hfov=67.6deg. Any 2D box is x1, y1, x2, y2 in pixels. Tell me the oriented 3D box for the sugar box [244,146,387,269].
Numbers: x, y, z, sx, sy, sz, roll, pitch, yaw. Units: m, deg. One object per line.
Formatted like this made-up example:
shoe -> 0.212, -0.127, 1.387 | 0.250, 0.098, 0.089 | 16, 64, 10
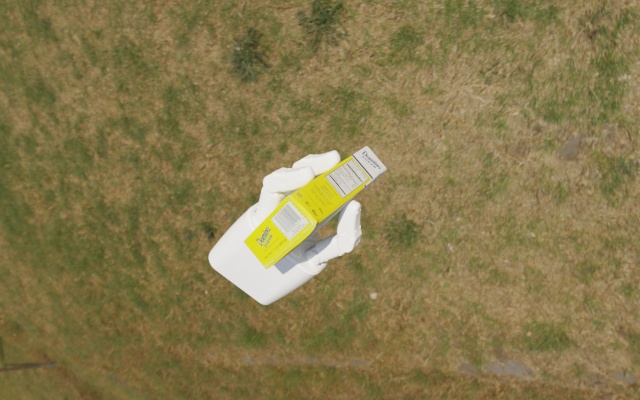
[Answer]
sugar box -> 0.000, 0.001, 0.540 | 0.093, 0.048, 0.176 | -42, -1, 37
